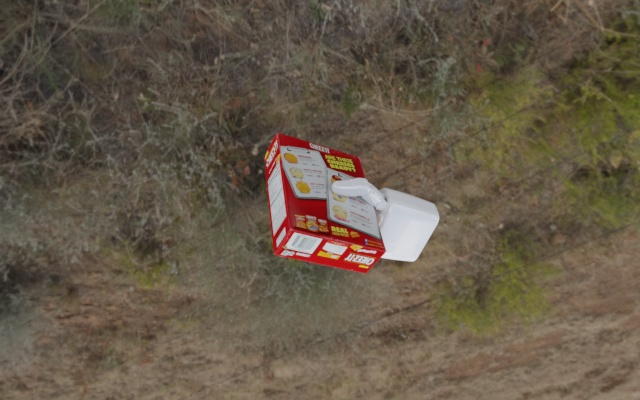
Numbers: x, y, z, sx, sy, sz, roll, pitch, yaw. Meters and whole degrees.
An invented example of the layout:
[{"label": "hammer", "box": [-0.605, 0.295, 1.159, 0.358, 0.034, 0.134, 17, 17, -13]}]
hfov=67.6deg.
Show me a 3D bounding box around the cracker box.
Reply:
[{"label": "cracker box", "box": [0.000, 0.003, 0.769, 0.164, 0.213, 0.072, 14, -49, -26]}]
